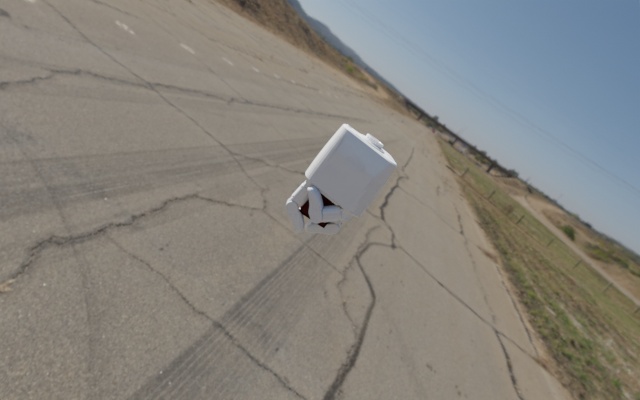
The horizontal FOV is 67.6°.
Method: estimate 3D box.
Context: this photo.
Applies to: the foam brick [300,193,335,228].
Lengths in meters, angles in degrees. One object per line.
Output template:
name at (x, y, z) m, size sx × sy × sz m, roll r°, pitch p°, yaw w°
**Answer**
foam brick at (0.000, 0.003, 0.828) m, size 0.053 × 0.051 × 0.078 m, roll 34°, pitch 14°, yaw -11°
